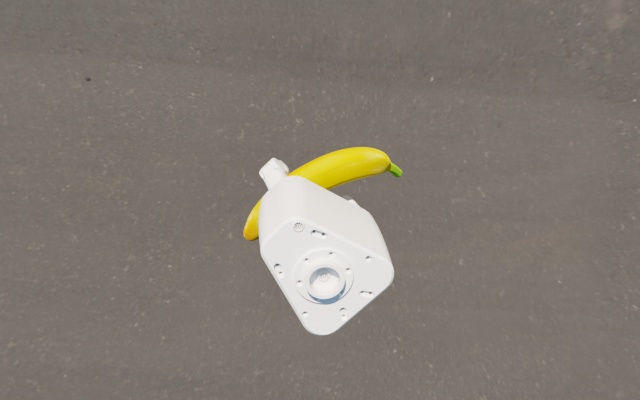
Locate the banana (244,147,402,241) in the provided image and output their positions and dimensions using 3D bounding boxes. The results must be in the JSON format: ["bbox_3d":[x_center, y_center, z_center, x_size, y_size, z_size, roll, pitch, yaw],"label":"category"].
[{"bbox_3d":[-0.002,-0.014,0.530,0.198,0.070,0.037,-22,34,-2],"label":"banana"}]
